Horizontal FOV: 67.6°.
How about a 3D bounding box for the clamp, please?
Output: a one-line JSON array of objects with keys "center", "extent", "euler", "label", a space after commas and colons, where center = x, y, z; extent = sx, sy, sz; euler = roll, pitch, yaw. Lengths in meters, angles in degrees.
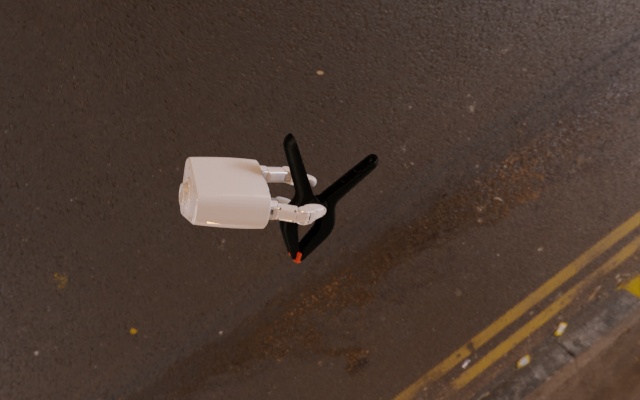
[{"center": [0.000, 0.003, 0.757], "extent": [0.164, 0.210, 0.036], "euler": [3, 24, -26], "label": "clamp"}]
